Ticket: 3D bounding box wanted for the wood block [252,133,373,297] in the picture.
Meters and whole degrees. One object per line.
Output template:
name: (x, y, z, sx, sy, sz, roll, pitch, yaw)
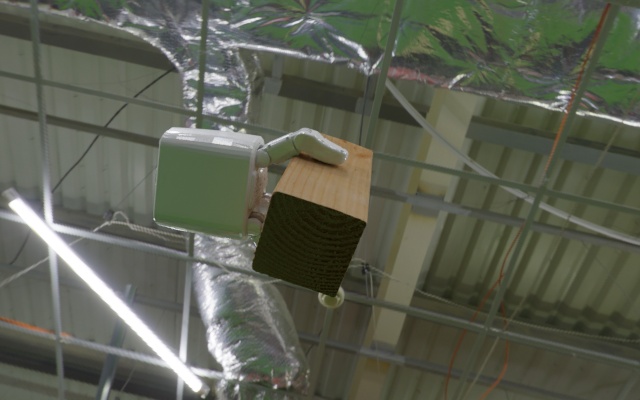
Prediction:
wood block: (0.000, 0.001, 0.532, 0.090, 0.091, 0.206, 19, 25, -1)
